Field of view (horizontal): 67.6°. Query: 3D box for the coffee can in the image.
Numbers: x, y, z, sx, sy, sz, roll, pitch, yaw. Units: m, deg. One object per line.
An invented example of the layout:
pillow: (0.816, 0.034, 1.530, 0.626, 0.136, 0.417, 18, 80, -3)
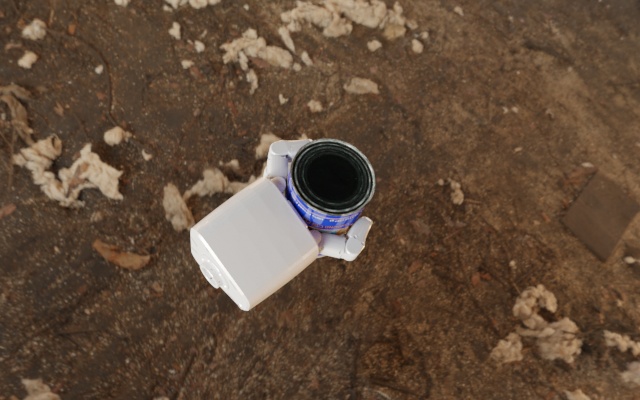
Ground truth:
coffee can: (0.000, 0.002, 0.610, 0.103, 0.102, 0.140, 0, -26, -14)
